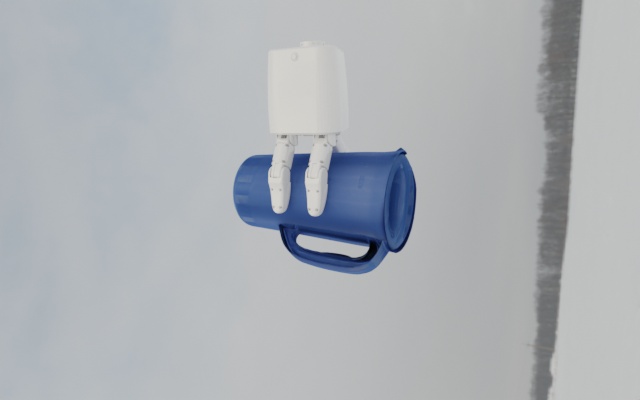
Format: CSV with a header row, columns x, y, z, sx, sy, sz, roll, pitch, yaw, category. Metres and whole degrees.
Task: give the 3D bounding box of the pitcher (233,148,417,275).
x,y,z,sx,sy,sz,roll,pitch,yaw,category
0.000,0.002,0.660,0.243,0.145,0.149,4,16,27,pitcher
